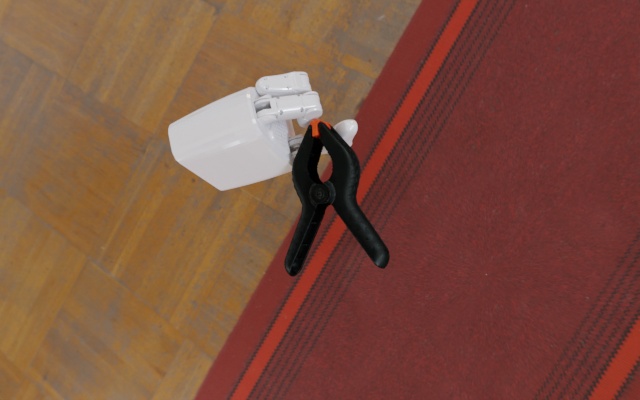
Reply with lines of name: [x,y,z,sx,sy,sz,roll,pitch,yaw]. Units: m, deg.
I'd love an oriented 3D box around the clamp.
clamp: [0.000,0.001,0.516,0.120,0.171,0.039,-18,-13,20]
